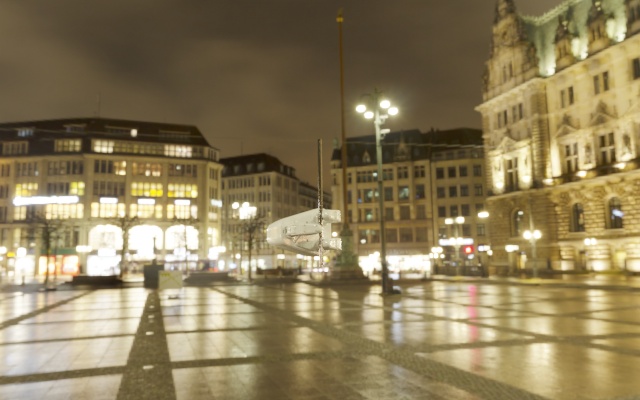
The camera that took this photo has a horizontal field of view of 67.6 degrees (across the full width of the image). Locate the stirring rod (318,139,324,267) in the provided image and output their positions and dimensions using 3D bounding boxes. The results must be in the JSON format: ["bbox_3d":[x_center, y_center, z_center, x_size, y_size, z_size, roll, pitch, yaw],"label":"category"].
[{"bbox_3d":[0.000,0.003,0.897,0.011,0.239,0.011,-1,-7,0],"label":"stirring rod"}]
